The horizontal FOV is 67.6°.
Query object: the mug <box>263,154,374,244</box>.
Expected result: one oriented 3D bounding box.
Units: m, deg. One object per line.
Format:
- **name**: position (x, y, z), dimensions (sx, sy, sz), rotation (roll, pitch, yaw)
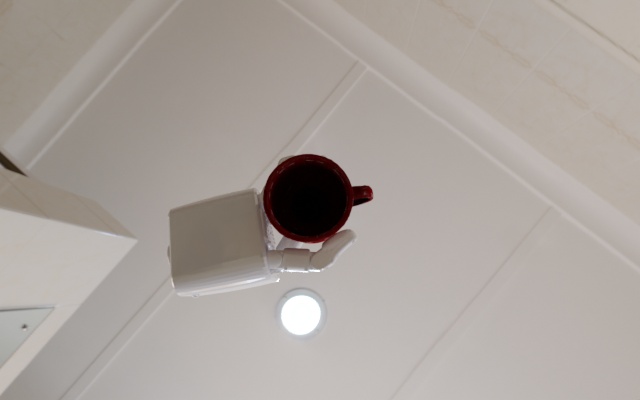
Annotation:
- **mug**: position (0.001, 0.001, 0.528), dimensions (0.117, 0.093, 0.081), rotation (-12, -11, -1)
